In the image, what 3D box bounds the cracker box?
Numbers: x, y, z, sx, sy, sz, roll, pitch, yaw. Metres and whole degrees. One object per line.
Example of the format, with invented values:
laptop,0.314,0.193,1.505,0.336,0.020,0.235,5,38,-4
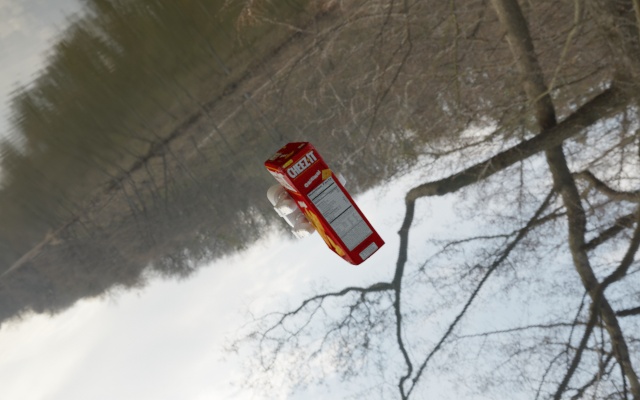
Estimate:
cracker box,0.000,0.003,0.830,0.072,0.214,0.164,-40,14,-8
